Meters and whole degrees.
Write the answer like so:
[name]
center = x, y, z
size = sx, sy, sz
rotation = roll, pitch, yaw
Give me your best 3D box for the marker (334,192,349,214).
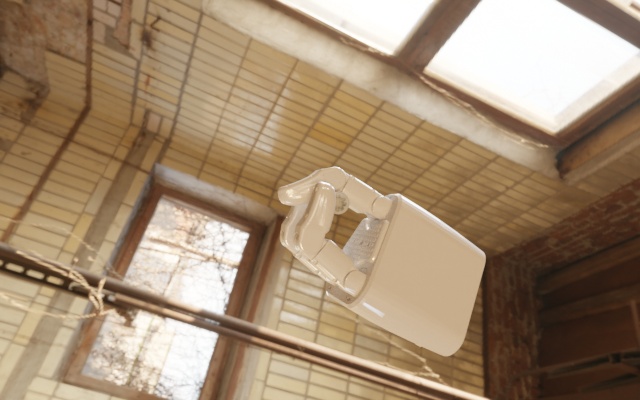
[marker]
center = 0.000, 0.001, 0.455
size = 0.020, 0.020, 0.121
rotation = 0, 1, -15
